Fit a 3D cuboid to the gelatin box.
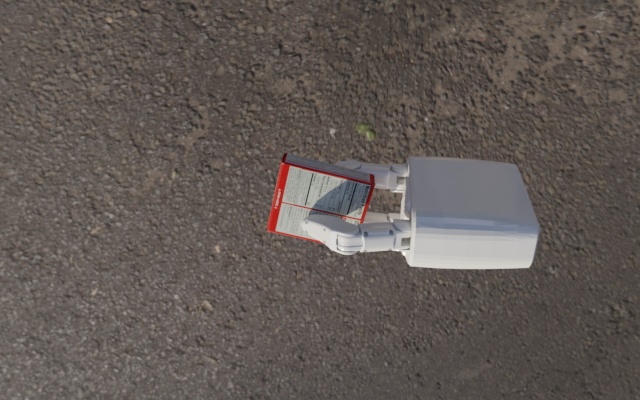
[{"bbox_3d":[0.000,0.002,0.454,0.089,0.073,0.030,13,25,-4],"label":"gelatin box"}]
